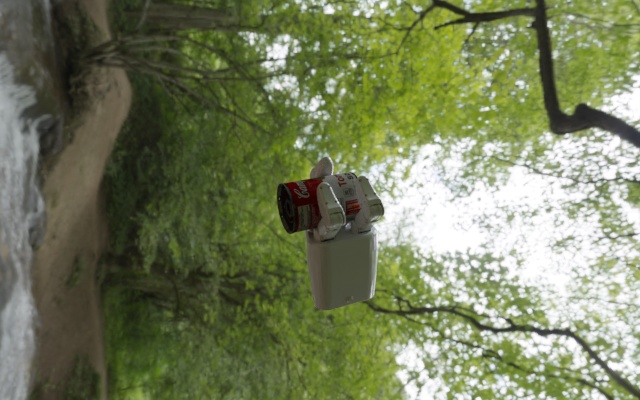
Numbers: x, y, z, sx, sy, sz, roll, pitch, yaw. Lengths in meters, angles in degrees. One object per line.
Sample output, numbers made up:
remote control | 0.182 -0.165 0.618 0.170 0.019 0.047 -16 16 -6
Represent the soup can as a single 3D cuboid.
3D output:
soup can | 0.000 0.002 0.642 0.102 0.068 0.068 -11 4 -20
